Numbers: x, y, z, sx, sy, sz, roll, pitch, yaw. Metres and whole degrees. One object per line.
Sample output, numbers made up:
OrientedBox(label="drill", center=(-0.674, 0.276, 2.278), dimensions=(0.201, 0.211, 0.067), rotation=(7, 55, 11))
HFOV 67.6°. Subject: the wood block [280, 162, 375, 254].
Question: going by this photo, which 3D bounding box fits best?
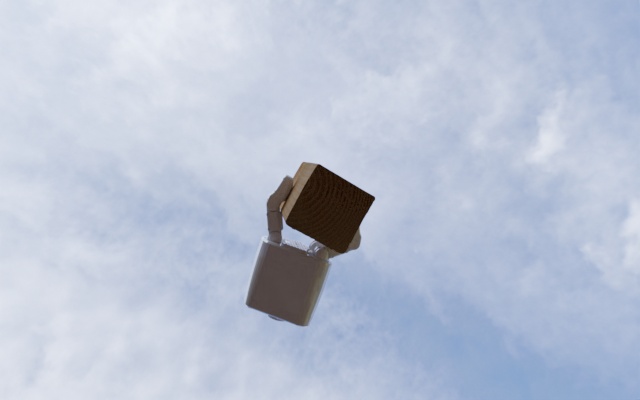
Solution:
OrientedBox(label="wood block", center=(0.000, 0.003, 0.711), dimensions=(0.091, 0.090, 0.206), rotation=(29, 1, -9))
